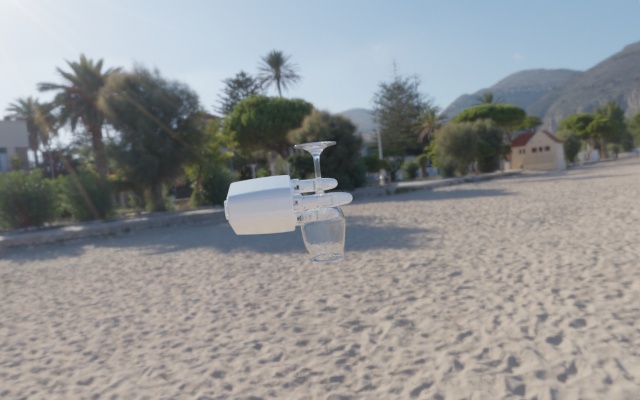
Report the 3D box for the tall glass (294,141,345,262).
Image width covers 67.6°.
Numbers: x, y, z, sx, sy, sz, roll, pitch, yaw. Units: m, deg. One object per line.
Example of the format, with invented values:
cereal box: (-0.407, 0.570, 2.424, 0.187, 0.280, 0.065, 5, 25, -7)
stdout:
tall glass: (0.000, 0.002, 0.826, 0.079, 0.201, 0.079, -6, 2, 0)
